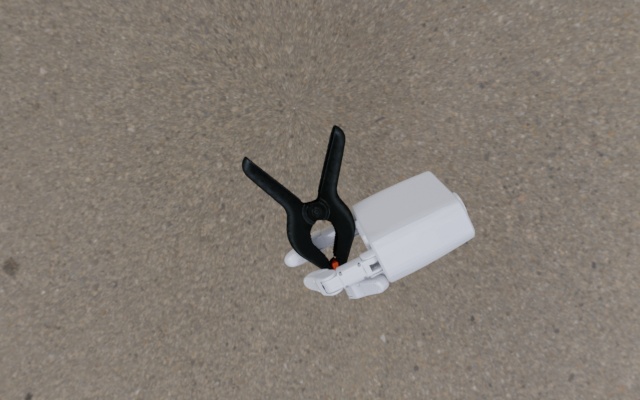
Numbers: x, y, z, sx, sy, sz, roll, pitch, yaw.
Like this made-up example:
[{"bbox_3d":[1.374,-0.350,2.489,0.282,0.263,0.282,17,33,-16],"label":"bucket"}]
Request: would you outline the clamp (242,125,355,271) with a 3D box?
[{"bbox_3d":[0.000,0.002,0.546,0.120,0.171,0.039,-27,11,3],"label":"clamp"}]
